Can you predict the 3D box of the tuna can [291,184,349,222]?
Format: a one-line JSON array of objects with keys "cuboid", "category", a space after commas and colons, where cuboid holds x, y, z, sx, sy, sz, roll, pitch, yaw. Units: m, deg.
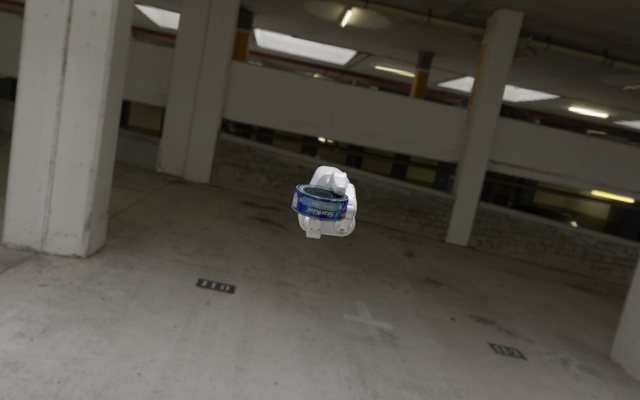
[{"cuboid": [0.000, 0.002, 0.736, 0.086, 0.034, 0.086, 11, 14, -3], "category": "tuna can"}]
